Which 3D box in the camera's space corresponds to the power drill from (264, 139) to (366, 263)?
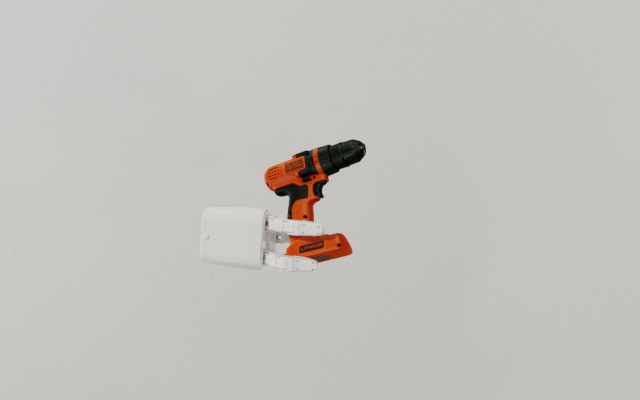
[{"bbox_3d":[0.000,0.003,0.778,0.184,0.187,0.057,-18,-25,22],"label":"power drill"}]
